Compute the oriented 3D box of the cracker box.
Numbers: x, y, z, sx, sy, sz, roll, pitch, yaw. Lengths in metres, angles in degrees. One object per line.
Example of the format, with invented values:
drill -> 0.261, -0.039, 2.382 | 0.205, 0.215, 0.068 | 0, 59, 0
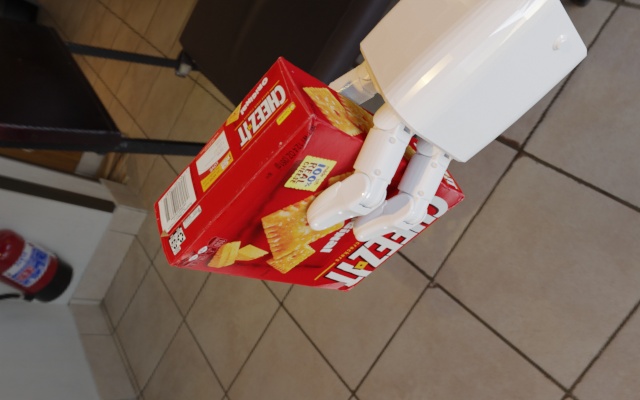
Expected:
cracker box -> 0.000, 0.001, 0.404 | 0.164, 0.072, 0.214 | -43, -38, 25
